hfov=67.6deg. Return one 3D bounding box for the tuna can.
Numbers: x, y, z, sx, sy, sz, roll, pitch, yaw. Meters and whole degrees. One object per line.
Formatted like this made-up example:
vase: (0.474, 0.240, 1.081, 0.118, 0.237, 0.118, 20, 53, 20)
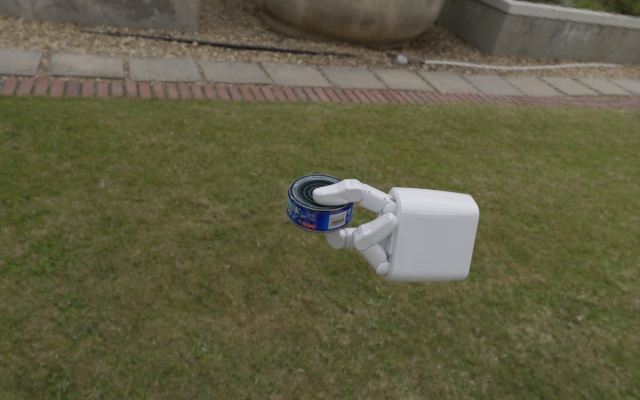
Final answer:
tuna can: (0.000, 0.002, 0.608, 0.086, 0.034, 0.086, 4, 35, -3)
